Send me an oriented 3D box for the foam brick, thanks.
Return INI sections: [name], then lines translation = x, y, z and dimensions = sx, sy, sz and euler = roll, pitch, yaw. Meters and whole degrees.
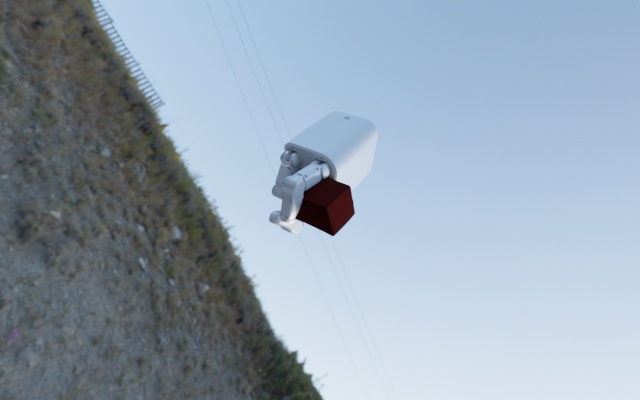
[foam brick]
translation = 0.000, 0.002, 0.644
dimensions = 0.078, 0.053, 0.051
euler = 23, 51, 36
